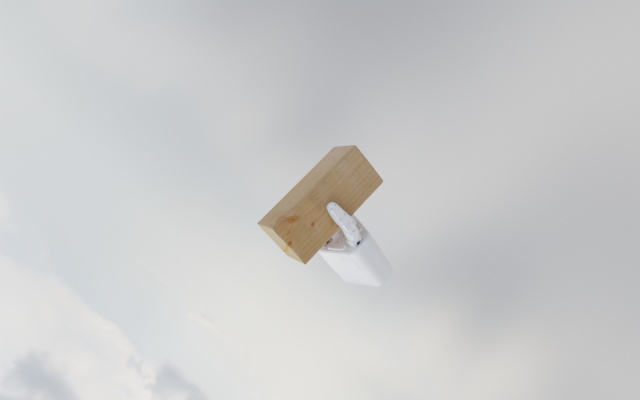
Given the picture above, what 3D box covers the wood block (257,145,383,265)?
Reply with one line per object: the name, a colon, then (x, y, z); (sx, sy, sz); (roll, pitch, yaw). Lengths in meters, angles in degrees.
wood block: (0.000, 0.003, 0.850); (0.206, 0.090, 0.091); (-46, 21, -15)
